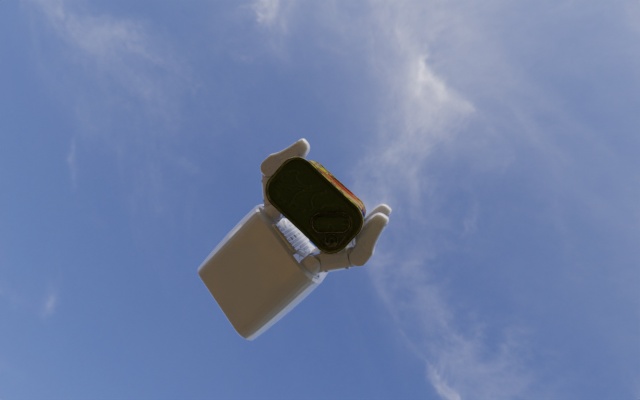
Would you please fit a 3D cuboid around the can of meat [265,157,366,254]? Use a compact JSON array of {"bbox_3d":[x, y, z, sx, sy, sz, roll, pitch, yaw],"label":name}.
[{"bbox_3d":[0.000,0.002,0.508,0.102,0.057,0.084,43,10,4],"label":"can of meat"}]
